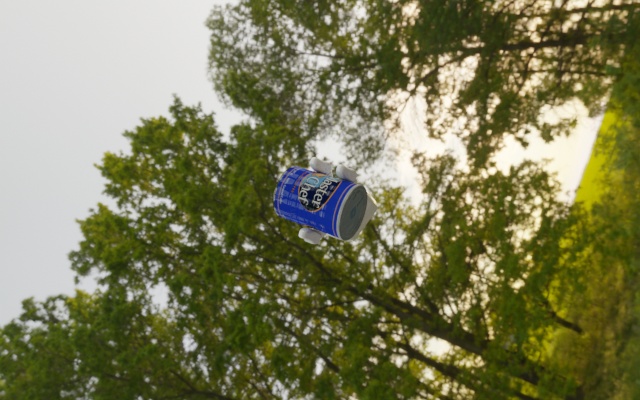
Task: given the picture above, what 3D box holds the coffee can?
[{"bbox_3d":[0.000,0.003,0.868,0.140,0.103,0.103,18,8,26],"label":"coffee can"}]
